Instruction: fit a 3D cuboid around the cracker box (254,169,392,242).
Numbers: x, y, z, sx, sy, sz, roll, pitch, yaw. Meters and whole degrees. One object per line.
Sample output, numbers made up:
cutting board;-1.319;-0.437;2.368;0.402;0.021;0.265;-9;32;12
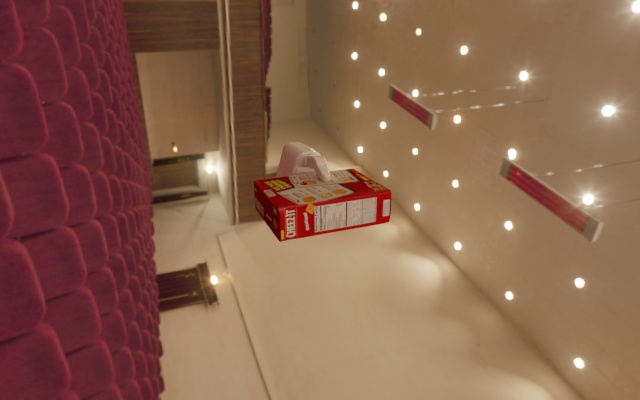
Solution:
cracker box;0.000;0.003;0.890;0.213;0.072;0.164;-9;22;-20
